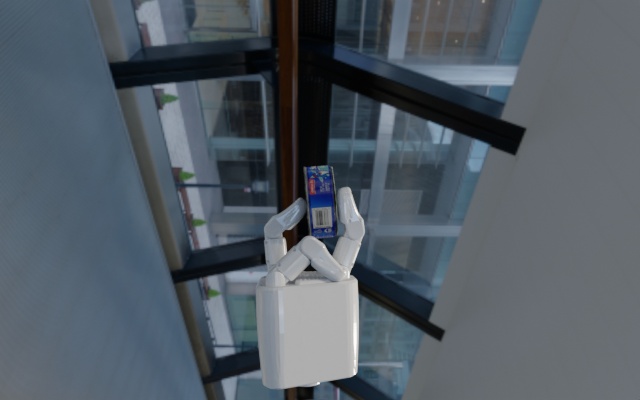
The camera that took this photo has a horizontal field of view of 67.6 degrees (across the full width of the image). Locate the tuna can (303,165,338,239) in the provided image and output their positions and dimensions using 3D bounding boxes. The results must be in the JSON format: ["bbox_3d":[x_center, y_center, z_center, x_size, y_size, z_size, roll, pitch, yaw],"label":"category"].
[{"bbox_3d":[0.001,0.002,0.560,0.034,0.086,0.086,-5,0,-1],"label":"tuna can"}]
